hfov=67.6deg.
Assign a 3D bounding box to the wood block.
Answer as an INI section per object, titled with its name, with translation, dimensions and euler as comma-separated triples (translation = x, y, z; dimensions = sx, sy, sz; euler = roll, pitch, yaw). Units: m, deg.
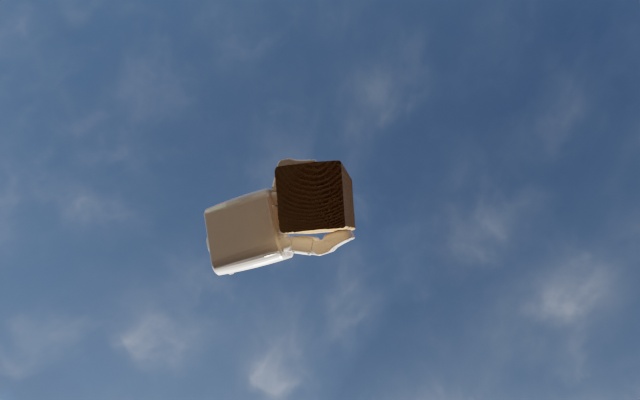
[wood block]
translation = 0.000, 0.002, 0.718
dimensions = 0.090, 0.091, 0.206
euler = -5, -4, 7
